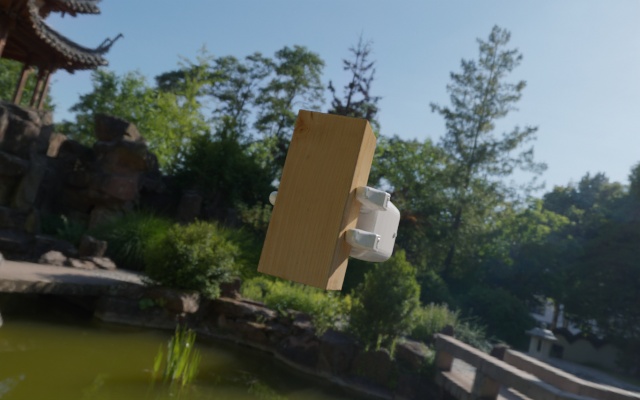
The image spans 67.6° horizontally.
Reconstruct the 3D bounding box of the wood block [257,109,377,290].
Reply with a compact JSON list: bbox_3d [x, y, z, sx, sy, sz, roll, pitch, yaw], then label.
[{"bbox_3d":[0.000,0.002,0.608,0.091,0.206,0.090,12,-7,17],"label":"wood block"}]
